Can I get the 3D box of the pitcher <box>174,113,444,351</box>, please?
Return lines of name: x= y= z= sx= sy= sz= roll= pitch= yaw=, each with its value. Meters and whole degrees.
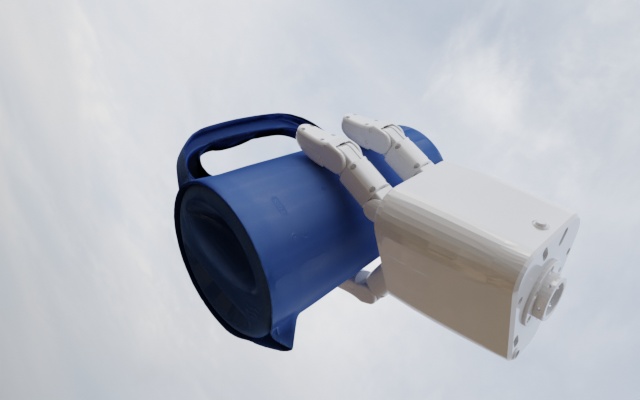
pitcher: x=0.000 y=0.002 z=0.430 sx=0.243 sy=0.149 sz=0.145 roll=-25 pitch=37 yaw=-37
